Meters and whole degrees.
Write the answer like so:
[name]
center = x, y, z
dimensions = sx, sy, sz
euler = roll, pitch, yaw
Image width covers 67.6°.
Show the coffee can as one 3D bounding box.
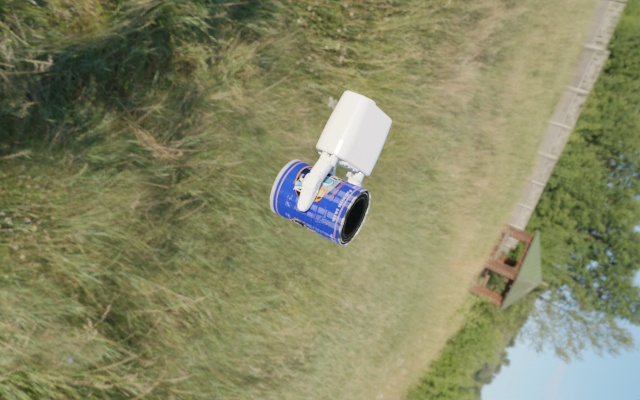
[coffee can]
center = 0.000, 0.003, 0.810
dimensions = 0.140, 0.103, 0.103
euler = 25, 10, 23
